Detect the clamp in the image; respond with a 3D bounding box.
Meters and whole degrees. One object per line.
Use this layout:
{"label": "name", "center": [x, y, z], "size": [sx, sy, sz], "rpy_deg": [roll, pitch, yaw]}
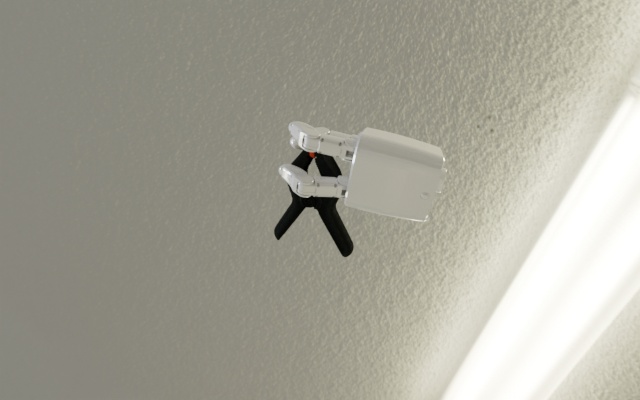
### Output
{"label": "clamp", "center": [0.000, 0.002, 0.654], "size": [0.120, 0.172, 0.039], "rpy_deg": [17, 34, 8]}
